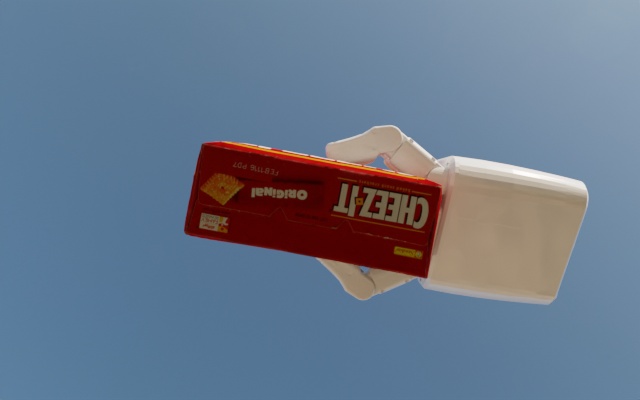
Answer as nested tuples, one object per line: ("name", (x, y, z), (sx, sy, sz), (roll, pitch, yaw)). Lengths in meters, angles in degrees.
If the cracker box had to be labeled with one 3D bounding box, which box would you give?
("cracker box", (0.000, 0.002, 0.413), (0.164, 0.072, 0.213), (10, 2, 2))
